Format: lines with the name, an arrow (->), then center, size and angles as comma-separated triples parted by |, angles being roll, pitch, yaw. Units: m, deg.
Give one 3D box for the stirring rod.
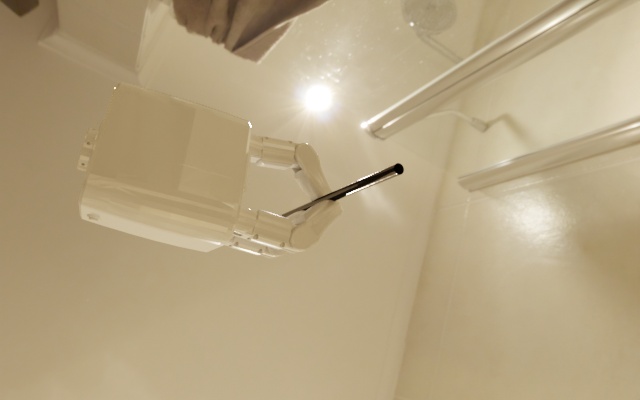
stirring rod -> 0.000, 0.001, 0.421 | 0.011, 0.011, 0.239 | 0, -11, -26
